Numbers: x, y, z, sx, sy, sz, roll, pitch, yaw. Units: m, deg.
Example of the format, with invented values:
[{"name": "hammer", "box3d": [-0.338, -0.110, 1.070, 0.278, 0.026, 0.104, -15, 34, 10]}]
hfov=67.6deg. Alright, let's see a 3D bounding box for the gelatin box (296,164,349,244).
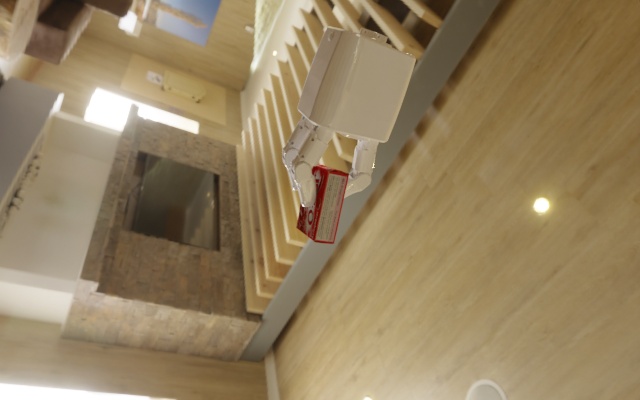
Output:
[{"name": "gelatin box", "box3d": [0.000, 0.002, 0.592, 0.030, 0.089, 0.073, 9, 7, -21]}]
